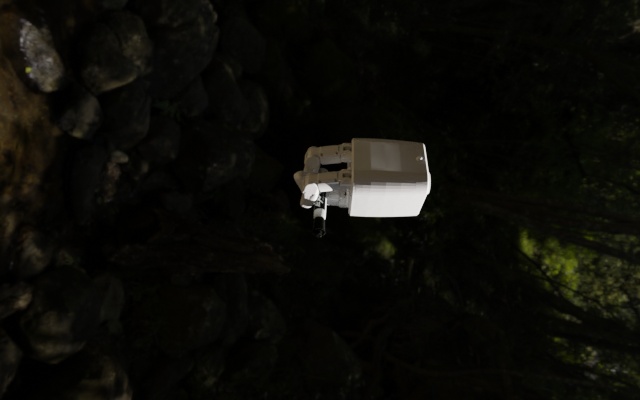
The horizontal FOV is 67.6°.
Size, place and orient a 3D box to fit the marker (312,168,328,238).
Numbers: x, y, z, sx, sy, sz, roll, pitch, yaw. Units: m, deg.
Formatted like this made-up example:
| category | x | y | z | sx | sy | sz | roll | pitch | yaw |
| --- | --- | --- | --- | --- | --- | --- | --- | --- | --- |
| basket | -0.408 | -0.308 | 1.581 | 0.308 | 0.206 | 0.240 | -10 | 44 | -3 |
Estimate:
| category | x | y | z | sx | sy | sz | roll | pitch | yaw |
| --- | --- | --- | --- | --- | --- | --- | --- | --- | --- |
| marker | 0.000 | 0.002 | 0.694 | 0.020 | 0.121 | 0.020 | 2 | -40 | 2 |
